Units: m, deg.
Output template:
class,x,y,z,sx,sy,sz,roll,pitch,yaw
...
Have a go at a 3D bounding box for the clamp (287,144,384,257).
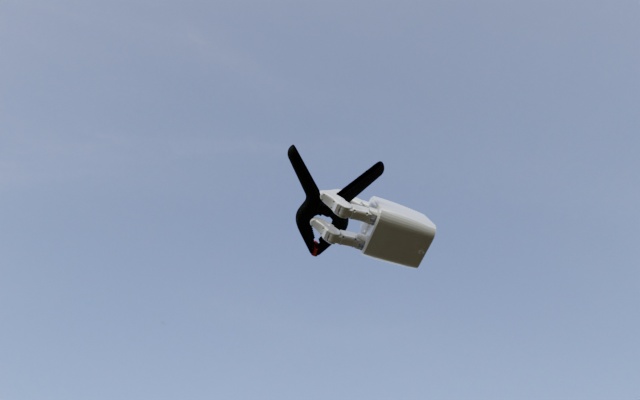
class,x,y,z,sx,sy,sz,roll,pitch,yaw
clamp,0.000,0.003,0.838,0.164,0.210,0.036,17,27,-8
